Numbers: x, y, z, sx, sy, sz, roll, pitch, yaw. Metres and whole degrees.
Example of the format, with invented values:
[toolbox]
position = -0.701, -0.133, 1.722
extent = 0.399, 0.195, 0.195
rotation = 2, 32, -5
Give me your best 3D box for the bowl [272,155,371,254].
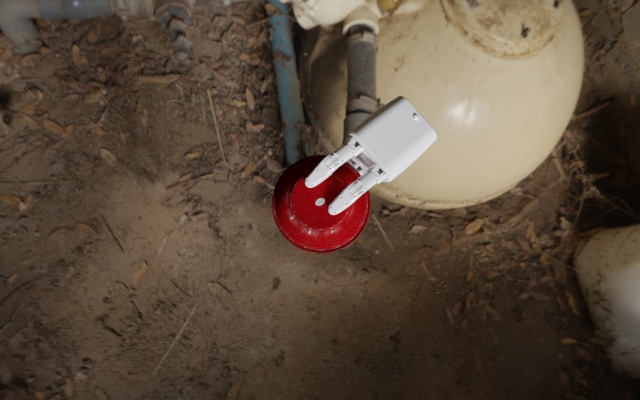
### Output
[bowl]
position = -0.001, 0.004, 0.753
extent = 0.162, 0.162, 0.055
rotation = 0, -6, 2
